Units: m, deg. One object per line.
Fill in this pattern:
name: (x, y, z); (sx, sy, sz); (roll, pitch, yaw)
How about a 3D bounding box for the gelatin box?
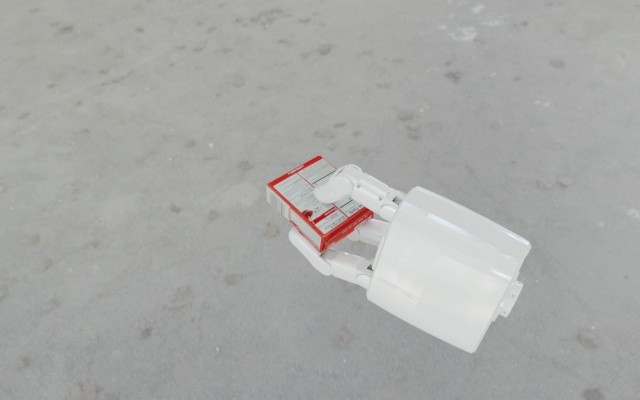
gelatin box: (0.000, 0.001, 0.484); (0.073, 0.030, 0.089); (-32, 60, -30)
